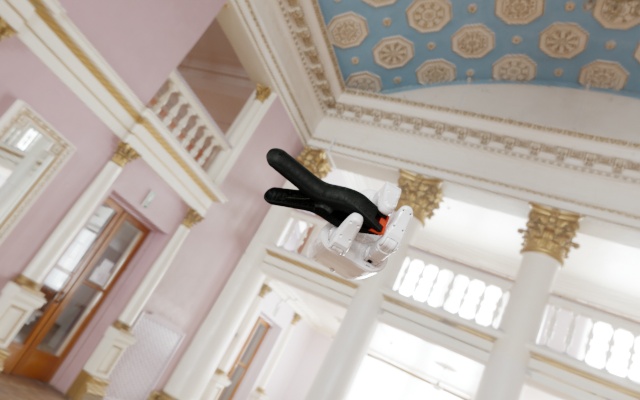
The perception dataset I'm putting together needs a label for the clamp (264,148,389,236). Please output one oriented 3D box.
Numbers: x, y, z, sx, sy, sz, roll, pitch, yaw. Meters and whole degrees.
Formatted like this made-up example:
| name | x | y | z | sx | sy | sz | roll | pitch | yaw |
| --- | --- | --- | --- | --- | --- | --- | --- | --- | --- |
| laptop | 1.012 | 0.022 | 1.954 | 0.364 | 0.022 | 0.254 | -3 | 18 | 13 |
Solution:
| name | x | y | z | sx | sy | sz | roll | pitch | yaw |
| --- | --- | --- | --- | --- | --- | --- | --- | --- | --- |
| clamp | 0.001 | 0.002 | 0.610 | 0.171 | 0.039 | 0.120 | 30 | -21 | -3 |
